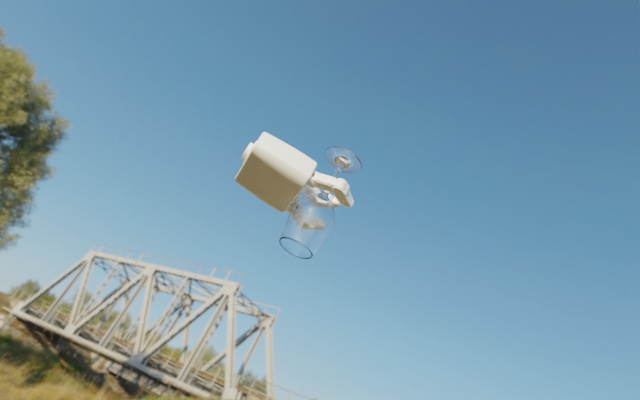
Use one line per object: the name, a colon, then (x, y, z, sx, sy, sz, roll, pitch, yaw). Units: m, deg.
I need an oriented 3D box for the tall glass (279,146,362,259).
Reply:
tall glass: (0.001, 0.002, 0.834, 0.079, 0.201, 0.079, 21, -29, 12)
